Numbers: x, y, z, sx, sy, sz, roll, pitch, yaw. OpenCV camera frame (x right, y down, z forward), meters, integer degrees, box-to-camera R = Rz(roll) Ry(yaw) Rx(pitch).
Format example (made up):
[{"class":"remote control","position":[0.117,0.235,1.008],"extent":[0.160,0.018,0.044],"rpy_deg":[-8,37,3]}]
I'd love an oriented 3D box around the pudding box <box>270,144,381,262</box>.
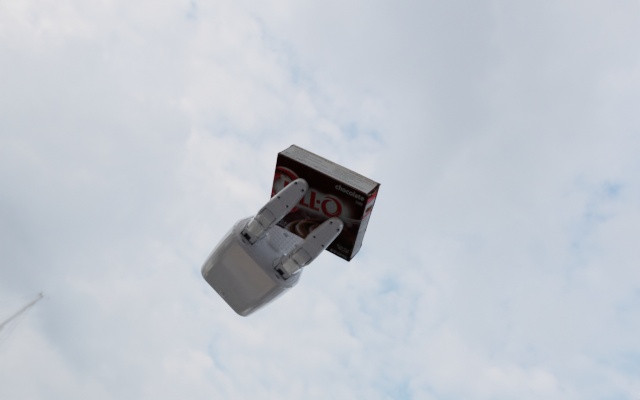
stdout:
[{"class":"pudding box","position":[0.000,0.002,0.521],"extent":[0.113,0.090,0.039],"rpy_deg":[24,36,17]}]
